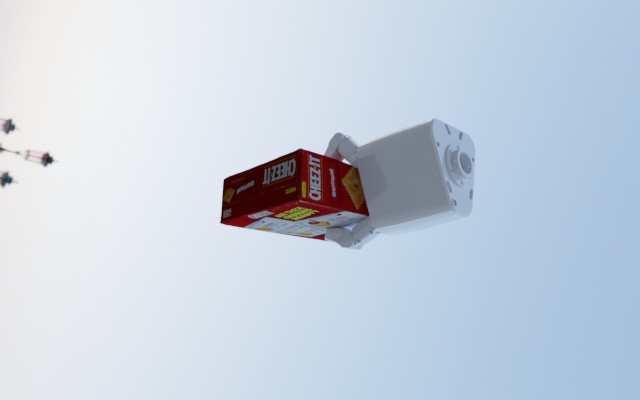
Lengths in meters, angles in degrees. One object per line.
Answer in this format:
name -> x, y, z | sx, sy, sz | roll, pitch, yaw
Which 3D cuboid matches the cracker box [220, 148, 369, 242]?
cracker box -> 0.000, 0.002, 0.644 | 0.214, 0.072, 0.164 | 14, -21, -41
